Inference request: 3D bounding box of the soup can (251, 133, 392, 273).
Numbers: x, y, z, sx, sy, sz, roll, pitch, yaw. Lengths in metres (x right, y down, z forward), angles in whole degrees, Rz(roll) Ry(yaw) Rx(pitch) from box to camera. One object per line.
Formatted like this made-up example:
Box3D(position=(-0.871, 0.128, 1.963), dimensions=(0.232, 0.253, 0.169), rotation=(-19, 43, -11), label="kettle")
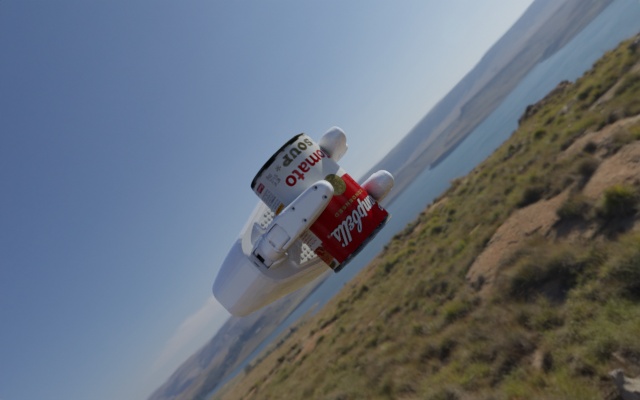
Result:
Box3D(position=(0.000, 0.001, 0.401), dimensions=(0.102, 0.068, 0.068), rotation=(44, 3, 4), label="soup can")
